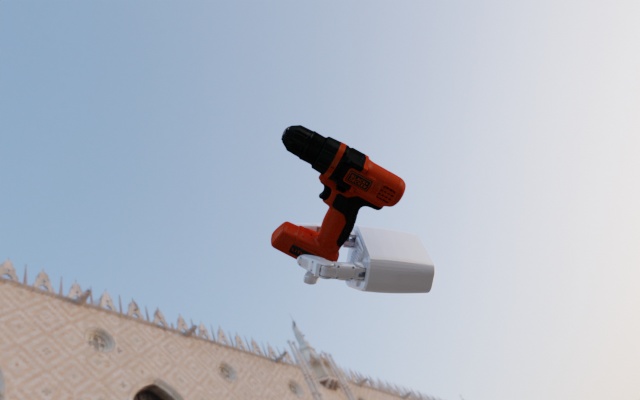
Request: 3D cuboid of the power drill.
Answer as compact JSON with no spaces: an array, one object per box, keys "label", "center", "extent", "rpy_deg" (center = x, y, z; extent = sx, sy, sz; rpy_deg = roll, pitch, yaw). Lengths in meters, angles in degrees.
[{"label":"power drill","center":[0.000,0.003,0.681],"extent":[0.184,0.188,0.057],"rpy_deg":[28,30,-6]}]
